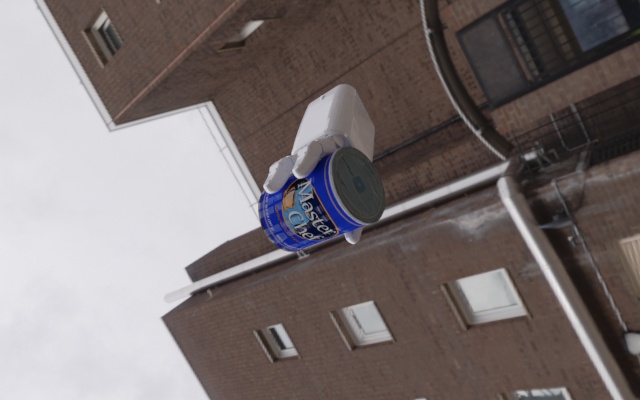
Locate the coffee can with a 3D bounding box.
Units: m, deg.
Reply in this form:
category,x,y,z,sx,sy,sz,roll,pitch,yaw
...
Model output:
category,x,y,z,sx,sy,sz,roll,pitch,yaw
coffee can,0.000,0.002,0.637,0.140,0.102,0.103,-24,-16,38
